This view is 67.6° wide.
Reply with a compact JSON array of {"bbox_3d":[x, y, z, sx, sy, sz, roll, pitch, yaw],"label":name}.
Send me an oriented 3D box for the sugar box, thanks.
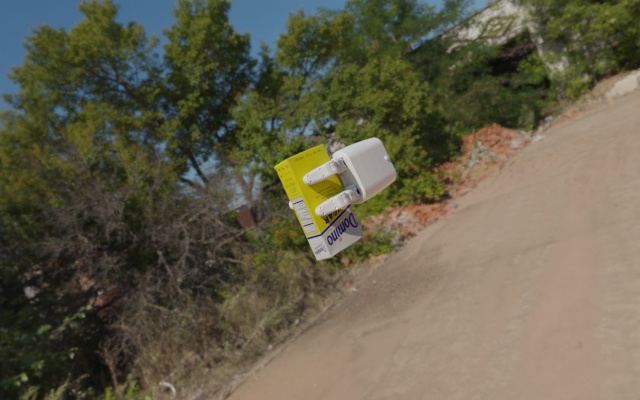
[{"bbox_3d":[0.001,0.002,0.807,0.093,0.176,0.048,-29,3,-41],"label":"sugar box"}]
